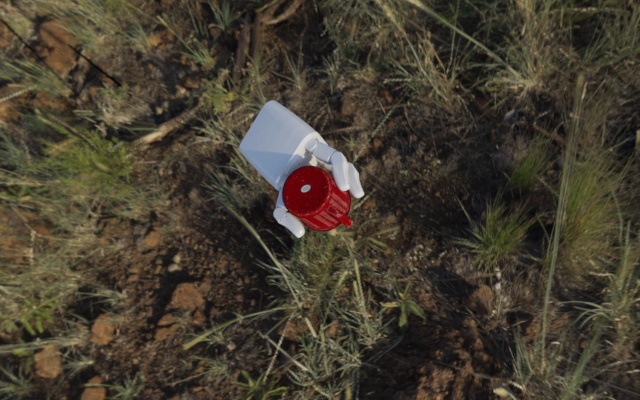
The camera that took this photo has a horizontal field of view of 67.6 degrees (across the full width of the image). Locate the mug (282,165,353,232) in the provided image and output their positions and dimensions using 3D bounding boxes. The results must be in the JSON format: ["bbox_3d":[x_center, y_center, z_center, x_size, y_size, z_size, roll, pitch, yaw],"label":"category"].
[{"bbox_3d":[0.001,0.003,0.731,0.117,0.093,0.081,40,2,25],"label":"mug"}]
